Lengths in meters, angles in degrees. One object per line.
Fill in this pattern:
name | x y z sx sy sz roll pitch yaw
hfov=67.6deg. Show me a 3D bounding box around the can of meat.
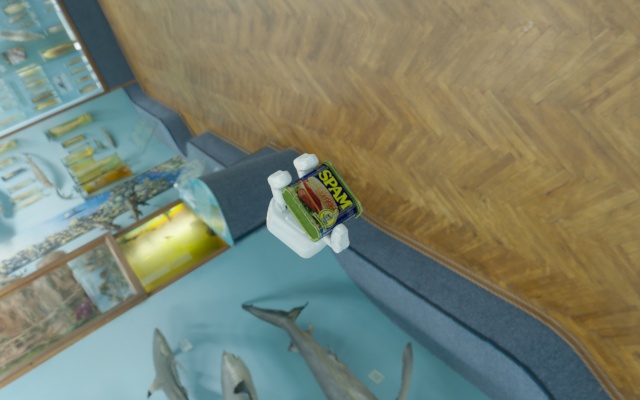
can of meat | 0.000 0.003 0.743 0.084 0.102 0.057 -32 -9 -21
